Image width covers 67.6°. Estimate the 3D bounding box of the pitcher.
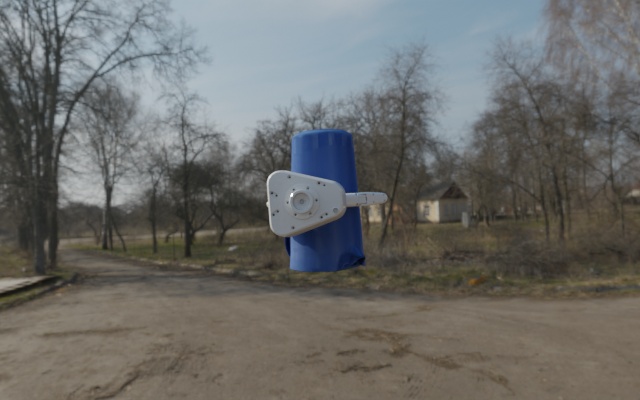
[{"bbox_3d":[0.000,0.003,0.849,0.149,0.243,0.145,-3,-1,3],"label":"pitcher"}]
